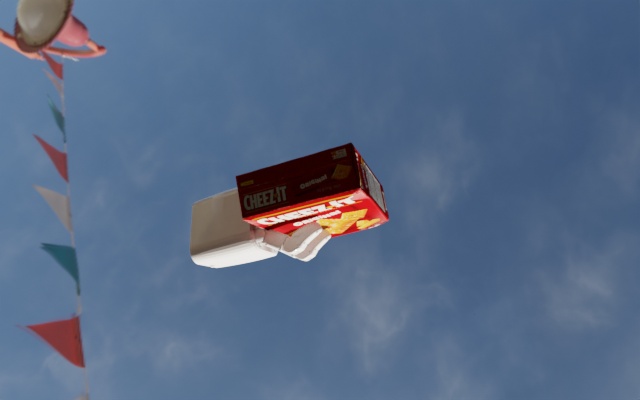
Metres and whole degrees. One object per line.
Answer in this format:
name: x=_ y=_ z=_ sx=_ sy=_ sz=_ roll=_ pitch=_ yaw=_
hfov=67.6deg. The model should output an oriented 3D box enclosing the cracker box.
cracker box: x=0.000 y=0.002 z=0.697 sx=0.164 sy=0.072 sz=0.214 roll=-15 pitch=-17 yaw=14
